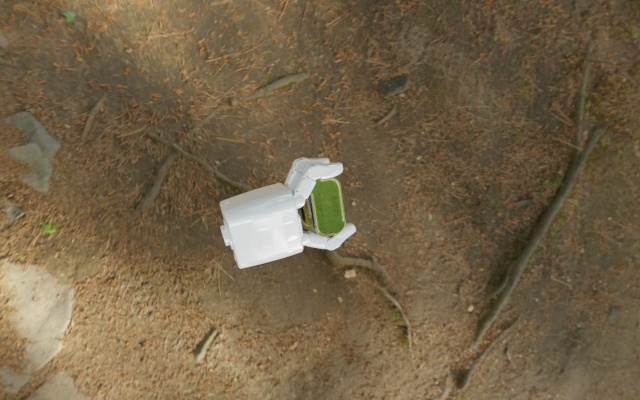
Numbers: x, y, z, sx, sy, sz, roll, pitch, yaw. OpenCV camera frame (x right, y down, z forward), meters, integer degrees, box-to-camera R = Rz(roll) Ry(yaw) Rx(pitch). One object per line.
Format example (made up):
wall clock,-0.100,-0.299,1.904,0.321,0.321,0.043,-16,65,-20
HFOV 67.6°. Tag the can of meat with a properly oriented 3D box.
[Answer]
can of meat,0.000,0.003,0.790,0.057,0.102,0.084,-13,15,-14
